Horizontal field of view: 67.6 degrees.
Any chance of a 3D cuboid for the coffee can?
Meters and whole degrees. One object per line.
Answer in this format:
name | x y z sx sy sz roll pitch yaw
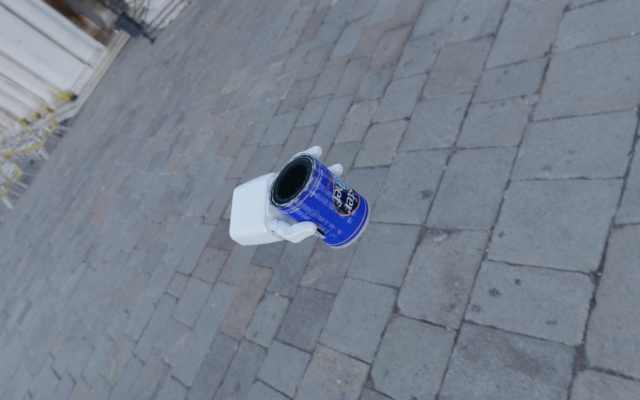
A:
coffee can | 0.000 0.003 0.785 0.140 0.102 0.103 37 -23 -33
